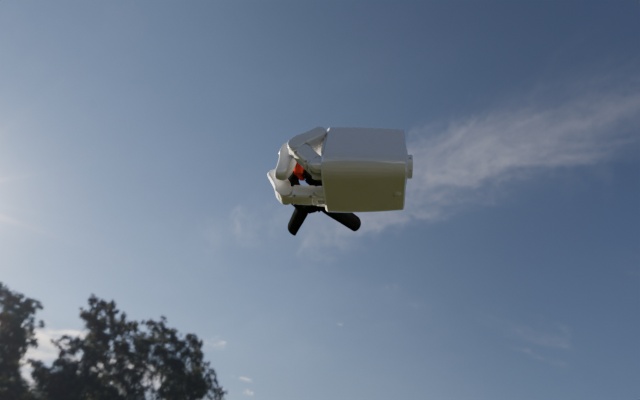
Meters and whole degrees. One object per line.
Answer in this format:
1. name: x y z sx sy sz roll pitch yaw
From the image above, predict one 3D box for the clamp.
1. clamp: 0.000 0.002 0.725 0.120 0.039 0.172 -5 -34 3
